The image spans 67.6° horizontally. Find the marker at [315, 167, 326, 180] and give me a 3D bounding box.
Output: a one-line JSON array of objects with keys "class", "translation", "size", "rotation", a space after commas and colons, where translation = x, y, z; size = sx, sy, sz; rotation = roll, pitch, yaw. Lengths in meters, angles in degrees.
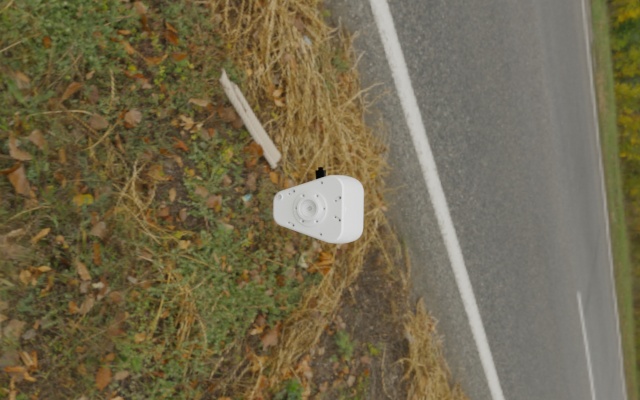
[{"class": "marker", "translation": [0.000, 0.003, 0.823], "size": [0.020, 0.121, 0.020], "rotation": [0, -1, 0]}]
